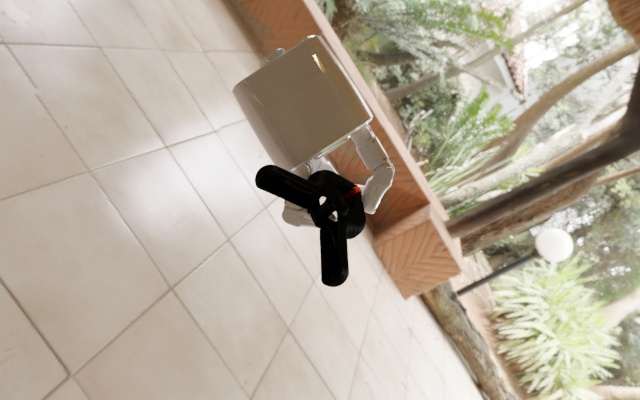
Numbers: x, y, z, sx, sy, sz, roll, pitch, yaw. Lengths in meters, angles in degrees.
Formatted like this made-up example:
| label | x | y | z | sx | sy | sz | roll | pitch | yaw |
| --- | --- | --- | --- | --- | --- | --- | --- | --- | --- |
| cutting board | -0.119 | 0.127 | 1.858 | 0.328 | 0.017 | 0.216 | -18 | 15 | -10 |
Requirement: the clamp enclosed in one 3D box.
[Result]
| label | x | y | z | sx | sy | sz | roll | pitch | yaw |
| --- | --- | --- | --- | --- | --- | --- | --- | --- | --- |
| clamp | 0.001 | 0.001 | 0.469 | 0.039 | 0.120 | 0.171 | -30 | 8 | 20 |
